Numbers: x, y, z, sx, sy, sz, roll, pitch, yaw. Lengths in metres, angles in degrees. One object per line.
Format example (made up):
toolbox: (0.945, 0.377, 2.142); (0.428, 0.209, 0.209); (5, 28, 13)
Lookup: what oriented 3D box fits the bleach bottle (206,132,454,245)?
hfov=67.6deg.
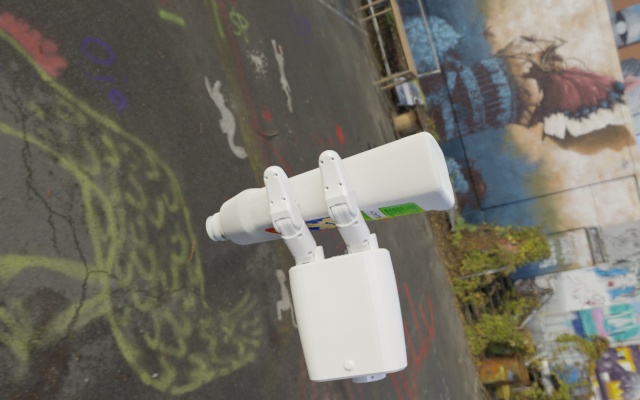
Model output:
bleach bottle: (0.000, 0.002, 0.487); (0.251, 0.068, 0.102); (-15, -14, 20)
